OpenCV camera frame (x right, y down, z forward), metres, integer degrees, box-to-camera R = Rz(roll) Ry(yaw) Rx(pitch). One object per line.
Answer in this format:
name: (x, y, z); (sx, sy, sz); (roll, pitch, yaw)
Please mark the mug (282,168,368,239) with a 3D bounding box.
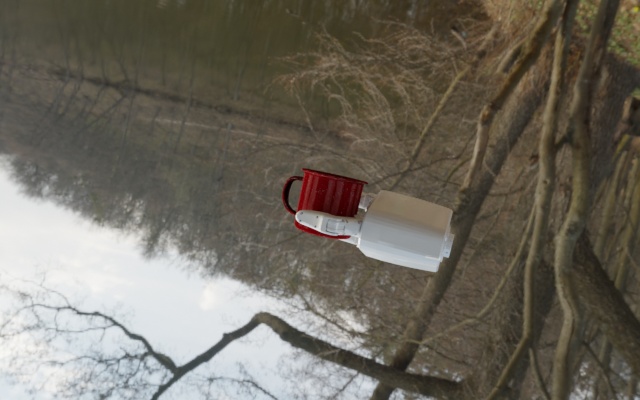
mug: (-0.001, 0.002, 0.658); (0.117, 0.081, 0.093); (14, 5, 17)
